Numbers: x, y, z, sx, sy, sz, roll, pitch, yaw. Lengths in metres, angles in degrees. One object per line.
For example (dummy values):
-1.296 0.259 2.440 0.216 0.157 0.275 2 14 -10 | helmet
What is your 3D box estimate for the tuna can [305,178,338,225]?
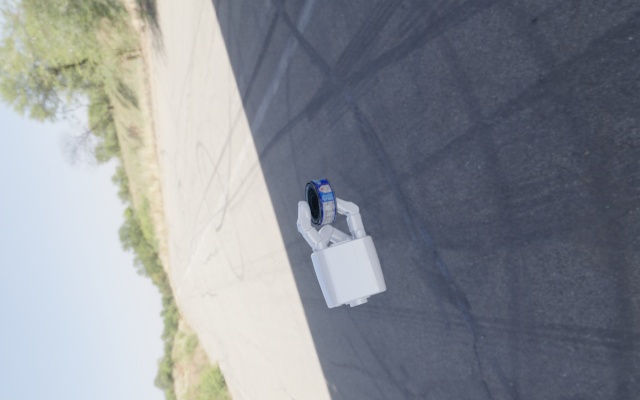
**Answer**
0.000 0.003 0.891 0.034 0.086 0.086 -10 3 -19 | tuna can
